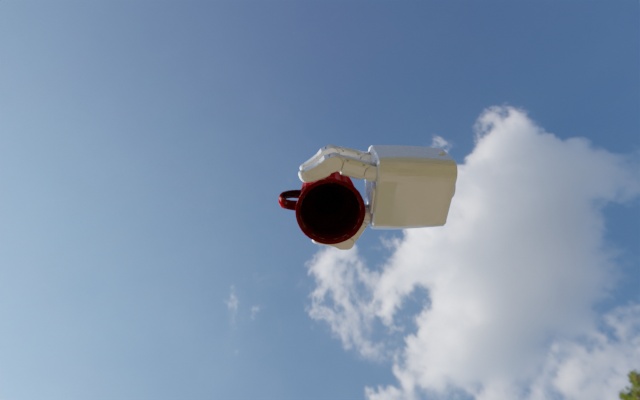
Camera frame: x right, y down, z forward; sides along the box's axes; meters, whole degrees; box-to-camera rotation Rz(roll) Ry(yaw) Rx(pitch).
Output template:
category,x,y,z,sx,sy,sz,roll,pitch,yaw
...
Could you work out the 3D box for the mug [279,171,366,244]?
category,x,y,z,sx,sy,sz,roll,pitch,yaw
mug,-0.001,0.002,0.667,0.117,0.093,0.081,2,19,-3
